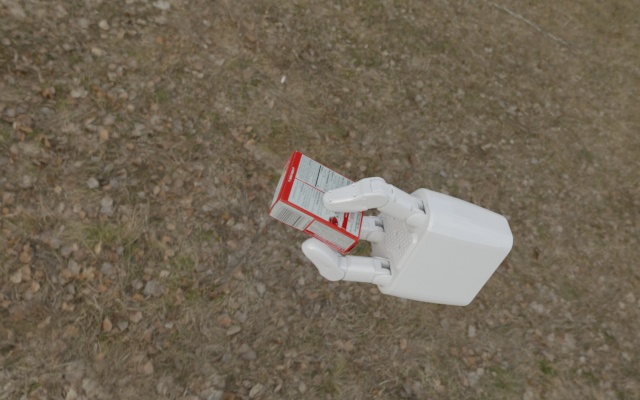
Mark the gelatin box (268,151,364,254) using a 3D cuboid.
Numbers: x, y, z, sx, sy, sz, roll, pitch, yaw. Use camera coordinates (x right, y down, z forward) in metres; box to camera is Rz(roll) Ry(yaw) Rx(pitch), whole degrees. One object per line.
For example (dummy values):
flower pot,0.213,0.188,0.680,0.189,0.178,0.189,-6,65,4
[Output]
gelatin box,0.000,0.001,0.470,0.089,0.073,0.030,28,-46,-14
